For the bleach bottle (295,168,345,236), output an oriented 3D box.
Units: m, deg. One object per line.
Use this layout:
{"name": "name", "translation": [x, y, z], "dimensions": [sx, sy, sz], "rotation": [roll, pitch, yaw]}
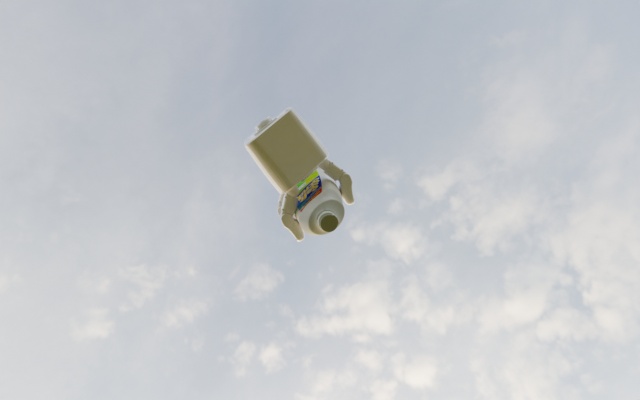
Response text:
{"name": "bleach bottle", "translation": [0.000, 0.003, 0.844], "dimensions": [0.102, 0.068, 0.250], "rotation": [-39, 15, 0]}
